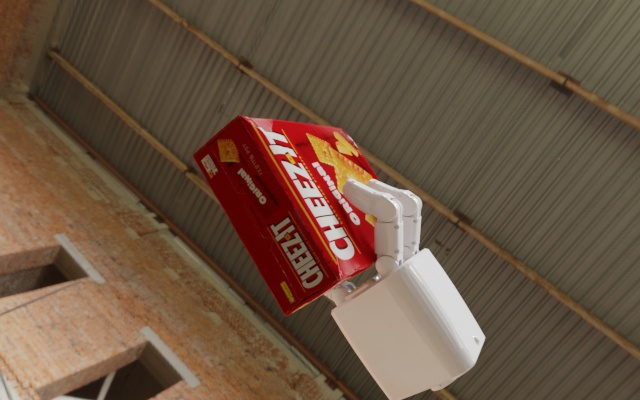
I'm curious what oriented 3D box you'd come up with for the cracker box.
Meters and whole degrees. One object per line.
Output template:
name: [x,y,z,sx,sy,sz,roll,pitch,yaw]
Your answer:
cracker box: [0.000,0.002,0.484,0.072,0.164,0.213,-37,-12,24]
